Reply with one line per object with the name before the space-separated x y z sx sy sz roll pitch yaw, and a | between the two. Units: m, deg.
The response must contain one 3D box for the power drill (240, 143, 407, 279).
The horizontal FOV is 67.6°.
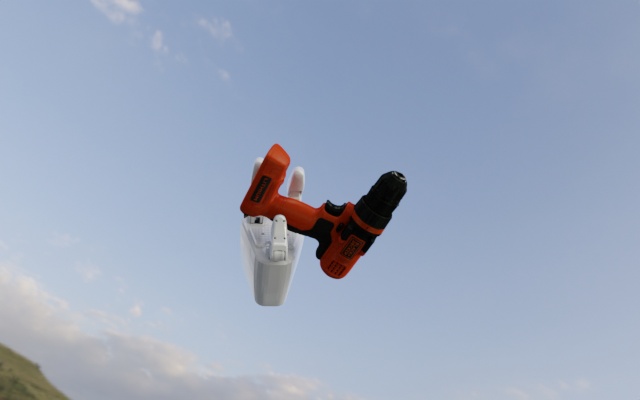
power drill | 0.000 0.002 0.645 0.187 0.184 0.057 31 26 -4
